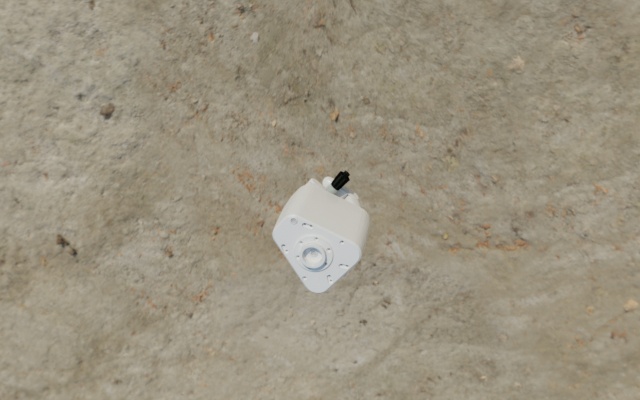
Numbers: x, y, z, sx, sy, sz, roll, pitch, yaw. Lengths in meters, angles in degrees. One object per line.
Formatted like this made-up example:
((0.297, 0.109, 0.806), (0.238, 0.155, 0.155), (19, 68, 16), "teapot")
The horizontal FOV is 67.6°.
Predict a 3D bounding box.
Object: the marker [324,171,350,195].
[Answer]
((0.000, 0.002, 0.694), (0.121, 0.020, 0.020), (-47, -22, 22), "marker")
